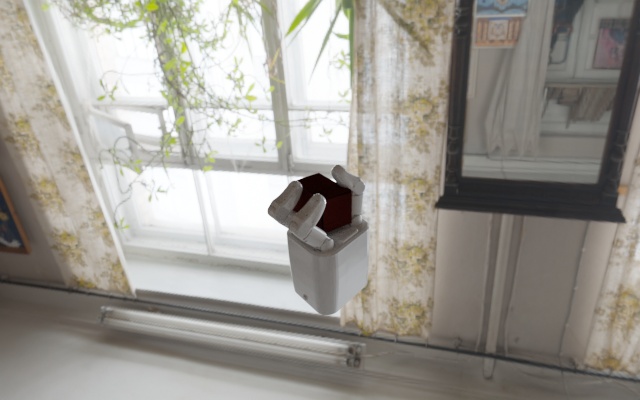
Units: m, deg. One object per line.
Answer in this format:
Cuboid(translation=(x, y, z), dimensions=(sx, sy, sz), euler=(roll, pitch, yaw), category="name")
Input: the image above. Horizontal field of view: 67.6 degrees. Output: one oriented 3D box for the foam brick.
Cuboid(translation=(0.000, 0.002, 0.666), dimensions=(0.053, 0.051, 0.078), euler=(-19, 31, -30), category="foam brick")
